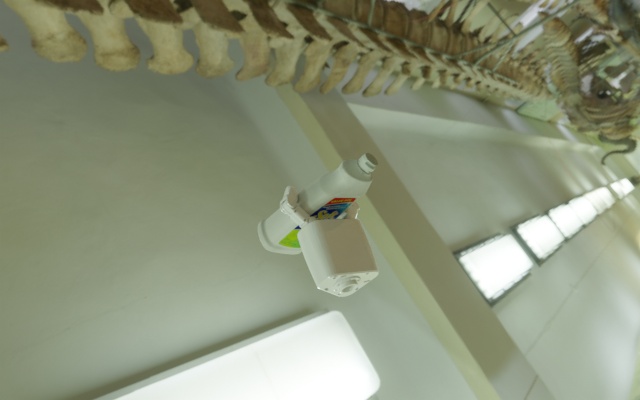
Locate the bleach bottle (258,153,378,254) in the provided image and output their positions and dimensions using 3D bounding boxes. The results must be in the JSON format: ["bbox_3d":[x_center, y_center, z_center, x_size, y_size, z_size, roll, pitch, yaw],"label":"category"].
[{"bbox_3d":[0.000,0.003,0.849,0.102,0.068,0.251,15,-46,-42],"label":"bleach bottle"}]
